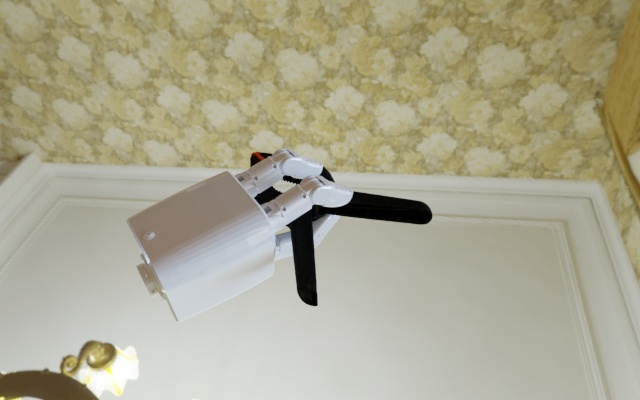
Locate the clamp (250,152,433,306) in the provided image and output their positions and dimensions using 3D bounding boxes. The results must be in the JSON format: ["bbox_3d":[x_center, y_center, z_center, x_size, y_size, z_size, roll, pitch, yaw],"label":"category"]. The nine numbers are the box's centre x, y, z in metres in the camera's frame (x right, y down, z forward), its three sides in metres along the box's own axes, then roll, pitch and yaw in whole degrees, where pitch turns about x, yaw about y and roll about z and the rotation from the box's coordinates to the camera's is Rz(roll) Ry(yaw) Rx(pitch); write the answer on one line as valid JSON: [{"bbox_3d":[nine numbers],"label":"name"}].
[{"bbox_3d":[0.000,0.002,0.506,0.164,0.036,0.210,-25,47,-23],"label":"clamp"}]
